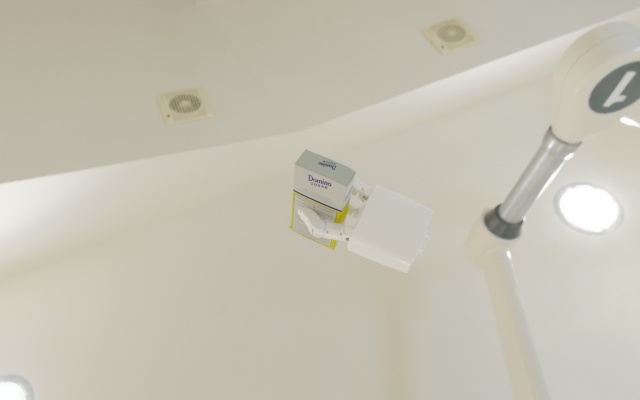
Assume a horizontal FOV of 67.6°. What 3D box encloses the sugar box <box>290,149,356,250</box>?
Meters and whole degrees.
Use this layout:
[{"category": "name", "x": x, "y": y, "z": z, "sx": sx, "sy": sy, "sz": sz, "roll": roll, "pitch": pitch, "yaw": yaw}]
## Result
[{"category": "sugar box", "x": 0.000, "y": 0.002, "z": 0.804, "sx": 0.093, "sy": 0.176, "sz": 0.048, "roll": 24, "pitch": 50, "yaw": 12}]
